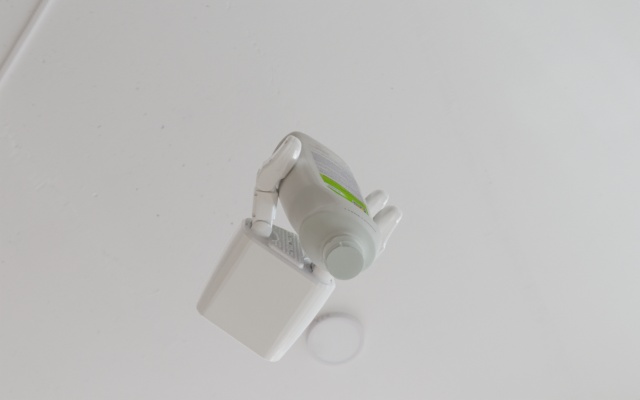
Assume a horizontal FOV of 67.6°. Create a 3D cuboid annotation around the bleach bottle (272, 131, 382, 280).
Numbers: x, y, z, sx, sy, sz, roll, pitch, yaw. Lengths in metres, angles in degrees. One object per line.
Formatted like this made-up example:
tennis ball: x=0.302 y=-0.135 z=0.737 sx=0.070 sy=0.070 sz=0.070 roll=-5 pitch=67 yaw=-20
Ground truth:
bleach bottle: x=0.000 y=0.002 z=0.466 sx=0.102 sy=0.068 sz=0.250 roll=30 pitch=14 yaw=-14
